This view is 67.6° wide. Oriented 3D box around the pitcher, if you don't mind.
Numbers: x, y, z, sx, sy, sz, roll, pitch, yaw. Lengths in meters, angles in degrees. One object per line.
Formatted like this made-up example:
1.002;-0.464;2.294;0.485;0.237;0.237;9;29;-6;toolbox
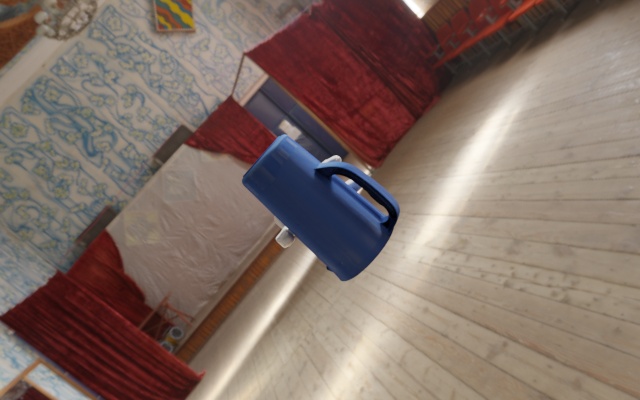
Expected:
0.000;0.003;0.780;0.243;0.149;0.145;42;-8;-9;pitcher
